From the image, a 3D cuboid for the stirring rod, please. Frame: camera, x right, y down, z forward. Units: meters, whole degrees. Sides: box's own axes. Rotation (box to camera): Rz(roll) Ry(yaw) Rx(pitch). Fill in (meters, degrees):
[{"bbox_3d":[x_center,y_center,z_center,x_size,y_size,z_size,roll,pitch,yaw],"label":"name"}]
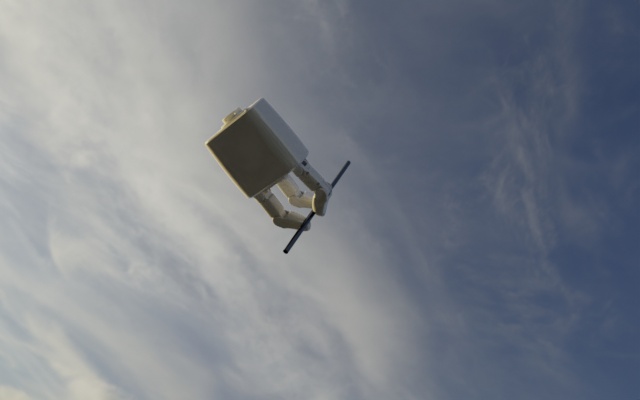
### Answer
[{"bbox_3d":[0.000,0.002,0.752,0.011,0.011,0.239,0,35,30],"label":"stirring rod"}]
